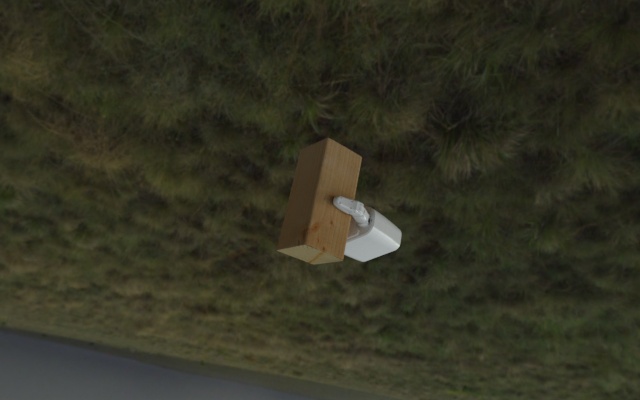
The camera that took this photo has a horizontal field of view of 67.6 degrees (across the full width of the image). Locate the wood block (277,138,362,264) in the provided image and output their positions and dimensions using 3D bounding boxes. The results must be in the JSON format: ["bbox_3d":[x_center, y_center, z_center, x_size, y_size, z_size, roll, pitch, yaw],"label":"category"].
[{"bbox_3d":[0.001,0.003,0.878,0.090,0.206,0.091,26,-25,-32],"label":"wood block"}]
